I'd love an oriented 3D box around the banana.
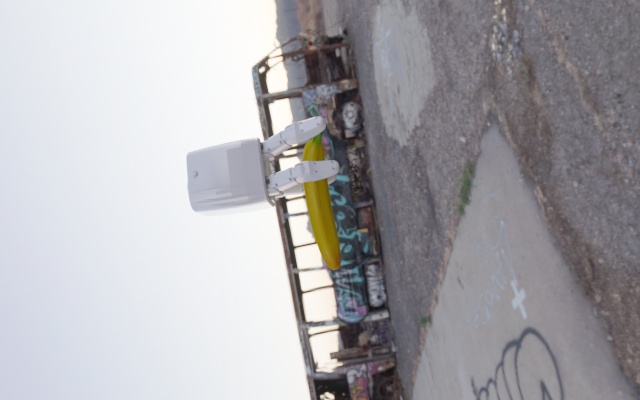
[{"bbox_3d":[-0.002,0.000,0.682,0.037,0.198,0.069,-9,-2,-4],"label":"banana"}]
